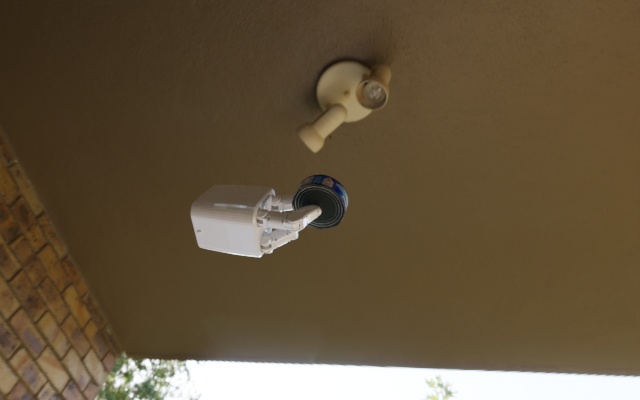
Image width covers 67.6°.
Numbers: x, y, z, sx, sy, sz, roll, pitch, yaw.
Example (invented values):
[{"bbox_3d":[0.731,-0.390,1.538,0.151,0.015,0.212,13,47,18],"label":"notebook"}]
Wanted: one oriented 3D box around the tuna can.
[{"bbox_3d":[0.000,0.002,0.755,0.086,0.086,0.033,0,34,17],"label":"tuna can"}]
